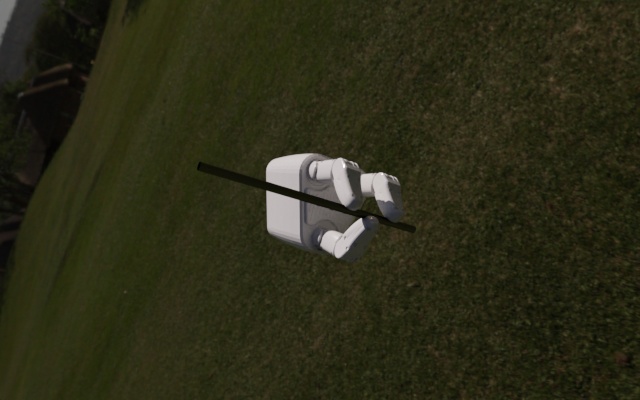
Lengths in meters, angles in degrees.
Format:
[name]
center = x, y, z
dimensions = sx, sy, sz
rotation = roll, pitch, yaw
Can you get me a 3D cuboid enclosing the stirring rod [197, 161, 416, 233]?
[stirring rod]
center = 0.000, 0.002, 0.452
dimensions = 0.239, 0.011, 0.011
rotation = 17, -9, -30
